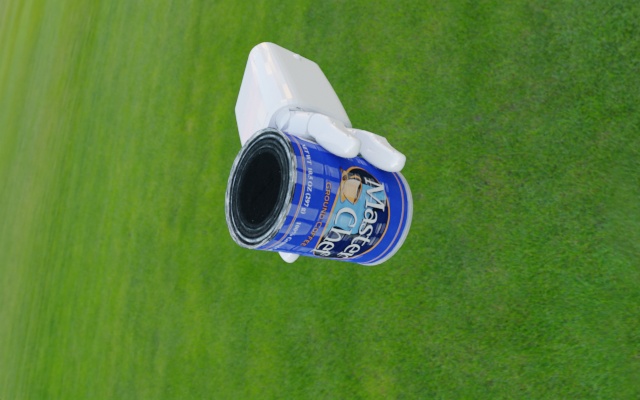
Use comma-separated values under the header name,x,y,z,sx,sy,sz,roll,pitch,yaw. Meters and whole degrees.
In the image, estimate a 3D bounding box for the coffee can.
name,x,y,z,sx,sy,sz,roll,pitch,yaw
coffee can,0.000,0.002,0.436,0.140,0.103,0.103,13,-8,-39
